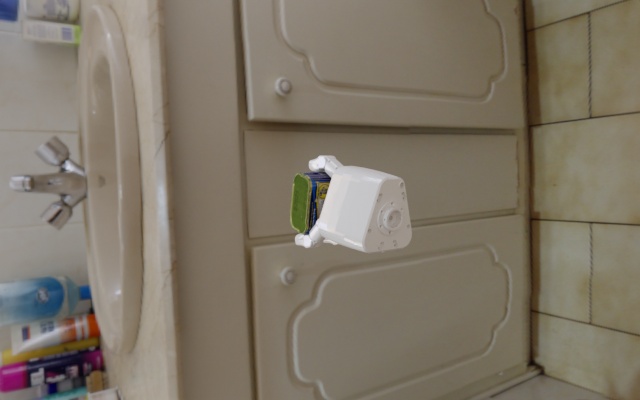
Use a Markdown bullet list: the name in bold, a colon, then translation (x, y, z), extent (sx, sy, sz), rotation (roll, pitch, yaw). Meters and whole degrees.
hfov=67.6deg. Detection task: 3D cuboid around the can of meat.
- **can of meat**: translation (0.000, 0.002, 0.783), extent (0.084, 0.102, 0.057), rotation (-4, 16, -34)
